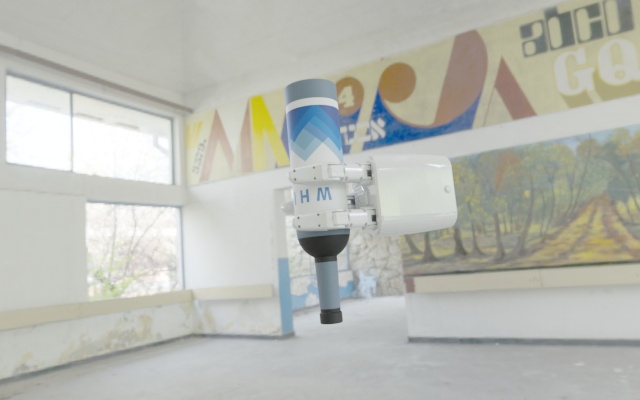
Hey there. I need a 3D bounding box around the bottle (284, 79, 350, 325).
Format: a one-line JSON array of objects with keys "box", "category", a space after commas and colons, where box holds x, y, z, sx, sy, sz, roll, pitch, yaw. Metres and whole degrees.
[{"box": [0.000, 0.002, 0.592, 0.069, 0.295, 0.069, -5, -7, -1], "category": "bottle"}]
